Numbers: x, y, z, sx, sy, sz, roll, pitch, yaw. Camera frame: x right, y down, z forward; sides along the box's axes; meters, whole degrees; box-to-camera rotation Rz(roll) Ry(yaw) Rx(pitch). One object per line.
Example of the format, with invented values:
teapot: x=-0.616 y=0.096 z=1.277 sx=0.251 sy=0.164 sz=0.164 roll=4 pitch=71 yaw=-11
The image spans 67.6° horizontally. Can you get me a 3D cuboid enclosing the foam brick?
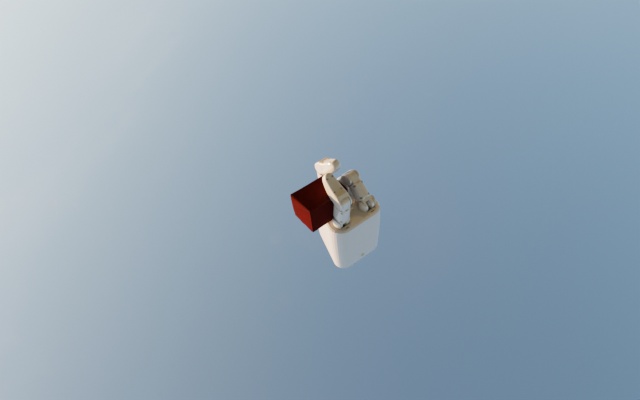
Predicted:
foam brick: x=0.000 y=0.003 z=0.764 sx=0.078 sy=0.051 sz=0.053 roll=-31 pitch=52 yaw=-22
